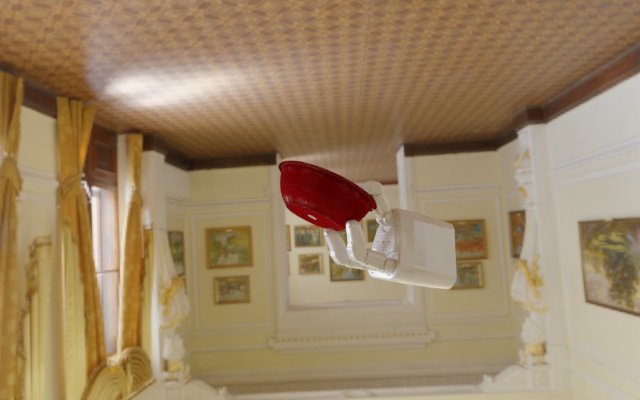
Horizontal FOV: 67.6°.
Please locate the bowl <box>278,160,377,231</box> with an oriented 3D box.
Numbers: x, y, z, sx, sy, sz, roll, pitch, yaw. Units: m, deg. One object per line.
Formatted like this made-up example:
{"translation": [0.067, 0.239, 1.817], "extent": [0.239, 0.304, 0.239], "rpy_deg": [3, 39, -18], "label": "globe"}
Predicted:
{"translation": [-0.001, 0.002, 0.717], "extent": [0.162, 0.055, 0.162], "rpy_deg": [23, -14, 6], "label": "bowl"}
